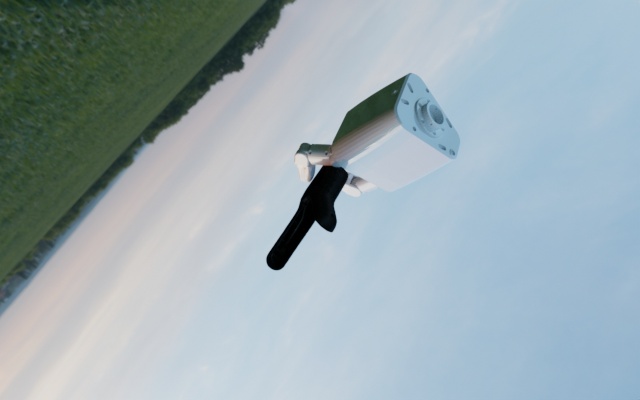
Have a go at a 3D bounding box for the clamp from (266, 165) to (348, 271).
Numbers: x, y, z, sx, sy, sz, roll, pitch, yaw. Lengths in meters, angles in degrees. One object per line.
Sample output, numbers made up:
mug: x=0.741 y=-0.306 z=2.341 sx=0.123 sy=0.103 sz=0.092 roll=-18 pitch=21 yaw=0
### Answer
clamp: x=0.001 y=0.002 z=0.580 sx=0.039 sy=0.171 sz=0.120 roll=41 pitch=-40 yaw=-20
